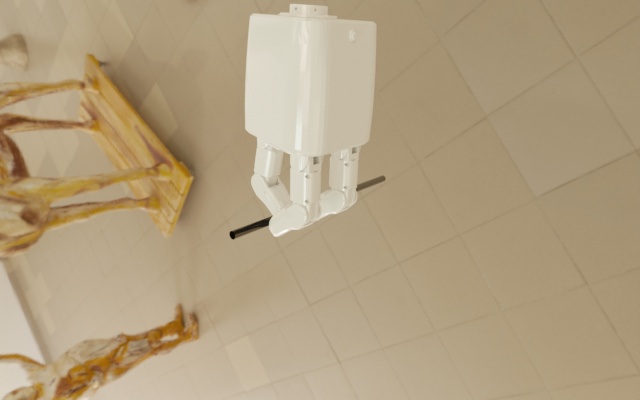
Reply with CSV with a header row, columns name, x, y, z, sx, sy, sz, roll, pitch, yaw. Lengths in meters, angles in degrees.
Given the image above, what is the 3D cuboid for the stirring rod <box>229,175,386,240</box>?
name,x,y,z,sx,sy,sz,roll,pitch,yaw
stirring rod,0.000,0.002,0.507,0.011,0.011,0.239,0,14,42
